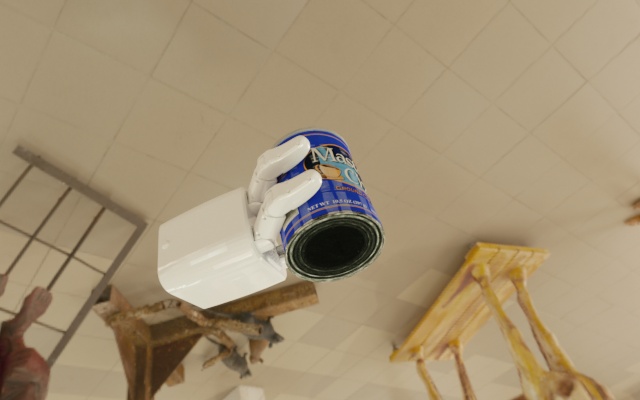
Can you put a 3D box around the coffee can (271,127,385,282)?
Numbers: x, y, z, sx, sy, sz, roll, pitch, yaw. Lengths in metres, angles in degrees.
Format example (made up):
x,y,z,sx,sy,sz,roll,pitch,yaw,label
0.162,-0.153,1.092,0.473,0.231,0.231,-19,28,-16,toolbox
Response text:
x,y,z,sx,sy,sz,roll,pitch,yaw,label
0.000,0.002,0.519,0.103,0.103,0.140,0,42,-17,coffee can
